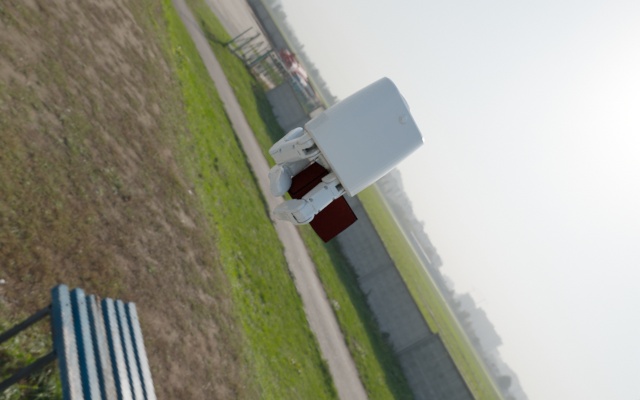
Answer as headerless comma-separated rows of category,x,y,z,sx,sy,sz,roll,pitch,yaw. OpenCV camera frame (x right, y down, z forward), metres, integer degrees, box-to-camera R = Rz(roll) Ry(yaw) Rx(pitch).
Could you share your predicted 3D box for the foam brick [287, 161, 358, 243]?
foam brick,0.000,0.002,0.582,0.051,0.078,0.053,-35,23,-5
